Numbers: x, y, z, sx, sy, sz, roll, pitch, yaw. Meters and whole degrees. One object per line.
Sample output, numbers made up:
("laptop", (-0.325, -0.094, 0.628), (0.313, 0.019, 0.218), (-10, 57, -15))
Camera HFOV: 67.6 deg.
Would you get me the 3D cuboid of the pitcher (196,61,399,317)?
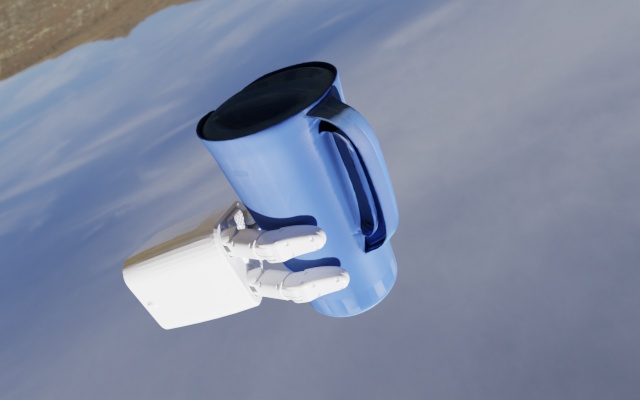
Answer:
("pitcher", (0.000, 0.002, 0.464), (0.145, 0.243, 0.149), (-20, 32, 9))
